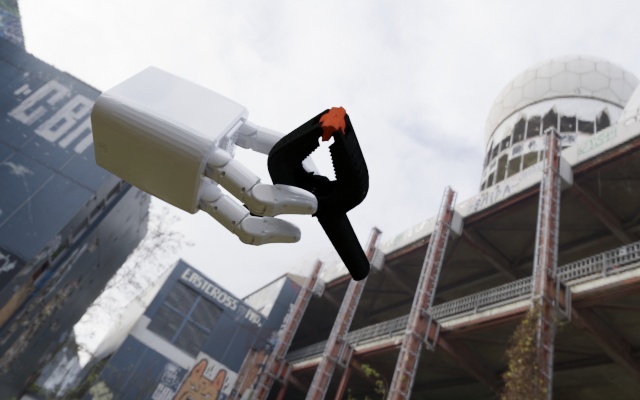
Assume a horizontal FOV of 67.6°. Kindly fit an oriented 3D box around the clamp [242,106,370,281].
[{"bbox_3d":[0.000,0.000,0.454,0.164,0.036,0.210,25,-39,-3],"label":"clamp"}]
